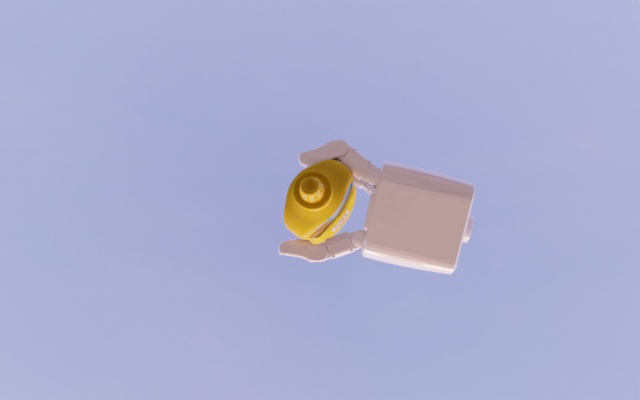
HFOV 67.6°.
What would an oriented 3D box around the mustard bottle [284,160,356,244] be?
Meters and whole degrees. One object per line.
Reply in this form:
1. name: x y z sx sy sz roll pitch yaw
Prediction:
1. mustard bottle: 0.000 0.002 0.556 0.058 0.096 0.192 39 -3 10
